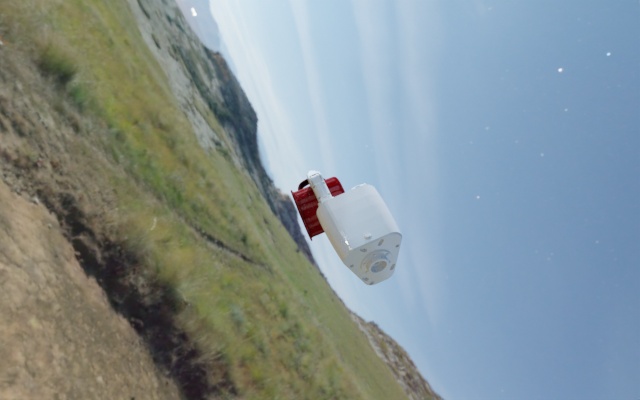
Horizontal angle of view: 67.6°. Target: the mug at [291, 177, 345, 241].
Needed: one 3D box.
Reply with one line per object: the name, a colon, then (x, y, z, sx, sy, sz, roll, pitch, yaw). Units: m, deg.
mug: (0.000, 0.002, 0.817, 0.081, 0.093, 0.117, -22, 47, -4)
